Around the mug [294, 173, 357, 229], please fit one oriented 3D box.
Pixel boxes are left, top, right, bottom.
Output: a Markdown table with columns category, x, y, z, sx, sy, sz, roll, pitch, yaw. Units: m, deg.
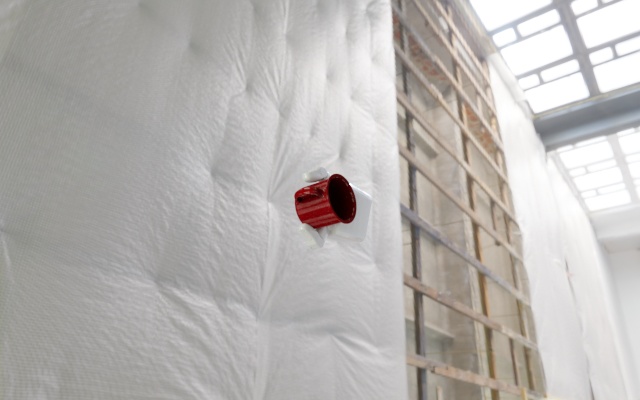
| category | x | y | z | sx | sy | sz | roll | pitch | yaw |
| --- | --- | --- | --- | --- | --- | --- | --- | --- | --- |
| mug | -0.001 | 0.003 | 0.863 | 0.081 | 0.093 | 0.117 | -17 | -24 | 34 |
